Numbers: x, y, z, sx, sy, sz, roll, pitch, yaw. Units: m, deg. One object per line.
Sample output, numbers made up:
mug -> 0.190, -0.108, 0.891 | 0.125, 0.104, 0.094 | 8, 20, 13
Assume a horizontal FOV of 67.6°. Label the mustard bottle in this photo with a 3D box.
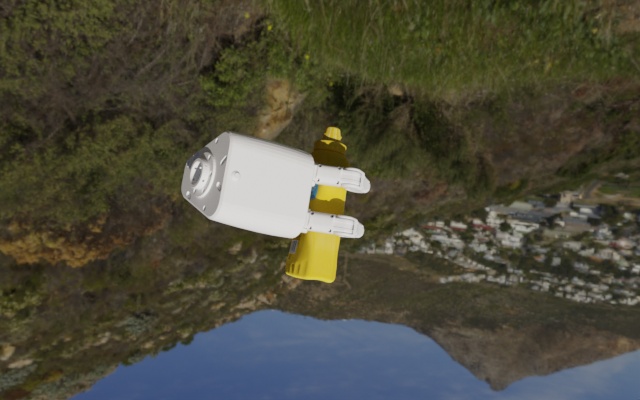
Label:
mustard bottle -> 0.000, 0.002, 0.597 | 0.058, 0.191, 0.096 | 11, -7, -14
